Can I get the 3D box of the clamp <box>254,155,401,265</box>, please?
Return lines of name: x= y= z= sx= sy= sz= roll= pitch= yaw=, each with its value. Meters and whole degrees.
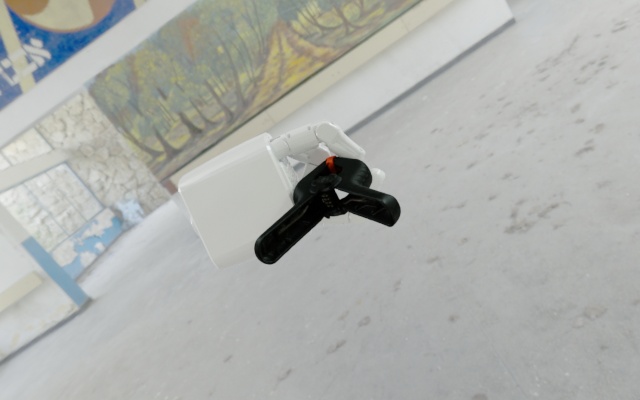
clamp: x=0.000 y=0.001 z=0.435 sx=0.120 sy=0.039 sz=0.171 roll=-16 pitch=17 yaw=2
